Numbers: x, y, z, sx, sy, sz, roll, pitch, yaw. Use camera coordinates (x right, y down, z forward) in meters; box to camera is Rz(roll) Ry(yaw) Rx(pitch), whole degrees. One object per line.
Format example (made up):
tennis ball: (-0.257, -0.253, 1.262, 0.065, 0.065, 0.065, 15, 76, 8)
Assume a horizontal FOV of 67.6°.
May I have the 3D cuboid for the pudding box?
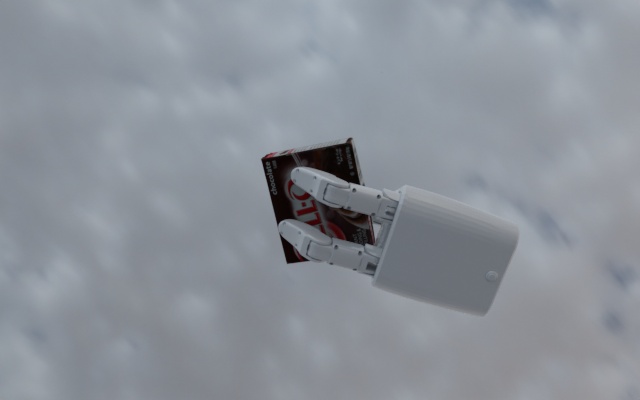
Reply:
pudding box: (0.000, 0.001, 0.470, 0.090, 0.113, 0.039, -10, 12, 13)
